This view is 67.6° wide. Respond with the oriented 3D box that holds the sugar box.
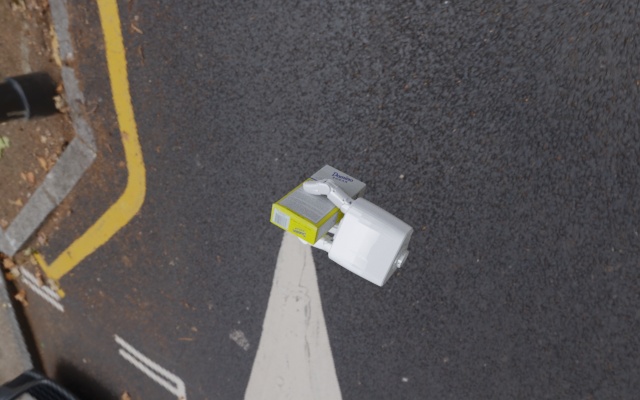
[{"bbox_3d":[0.000,0.003,0.855,0.093,0.048,0.176,29,37,20],"label":"sugar box"}]
